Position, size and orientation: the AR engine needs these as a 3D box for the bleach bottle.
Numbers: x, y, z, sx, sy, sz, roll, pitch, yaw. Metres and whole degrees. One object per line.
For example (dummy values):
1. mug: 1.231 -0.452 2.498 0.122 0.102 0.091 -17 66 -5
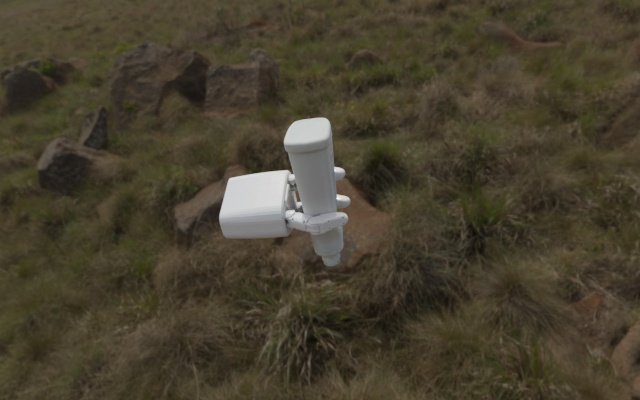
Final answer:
1. bleach bottle: 0.000 0.002 0.763 0.068 0.251 0.102 -5 30 8
